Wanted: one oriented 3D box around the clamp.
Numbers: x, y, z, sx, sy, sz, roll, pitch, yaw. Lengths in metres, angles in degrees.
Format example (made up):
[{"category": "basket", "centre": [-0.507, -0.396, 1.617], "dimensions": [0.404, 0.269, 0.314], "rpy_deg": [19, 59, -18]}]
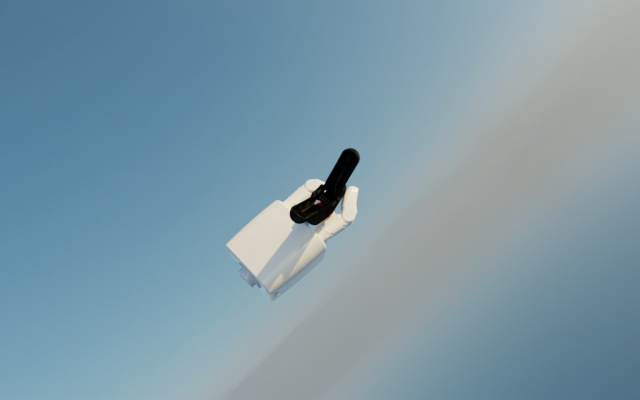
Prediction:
[{"category": "clamp", "centre": [0.000, 0.002, 0.663], "dimensions": [0.120, 0.039, 0.171], "rpy_deg": [-40, -13, -16]}]
